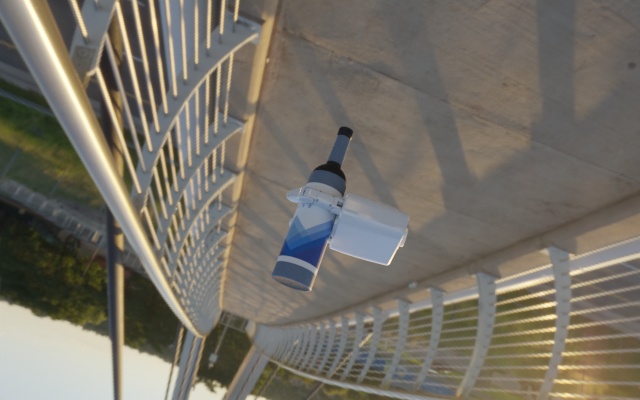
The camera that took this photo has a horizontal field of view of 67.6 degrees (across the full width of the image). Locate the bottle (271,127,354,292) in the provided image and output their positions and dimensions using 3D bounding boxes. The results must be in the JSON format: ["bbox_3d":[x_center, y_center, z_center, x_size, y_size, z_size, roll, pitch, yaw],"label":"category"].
[{"bbox_3d":[0.000,0.003,0.804,0.069,0.295,0.069,17,-22,7],"label":"bottle"}]
